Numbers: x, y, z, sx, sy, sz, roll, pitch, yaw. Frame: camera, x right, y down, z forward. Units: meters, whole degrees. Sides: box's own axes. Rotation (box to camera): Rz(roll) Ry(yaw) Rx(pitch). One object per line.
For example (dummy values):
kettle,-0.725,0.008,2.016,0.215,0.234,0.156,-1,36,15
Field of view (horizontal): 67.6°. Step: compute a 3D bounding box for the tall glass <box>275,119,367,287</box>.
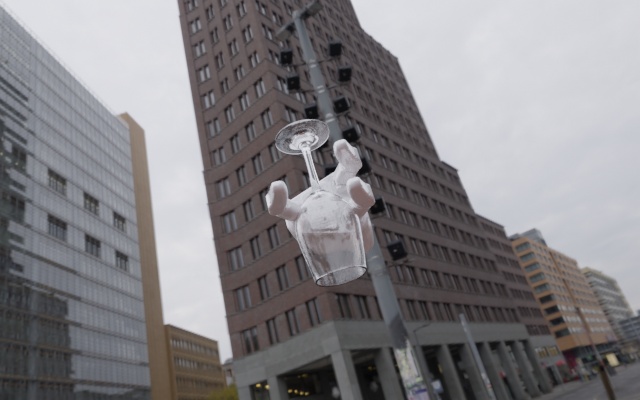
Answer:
tall glass,0.000,0.001,0.591,0.079,0.201,0.079,-13,-26,-6
